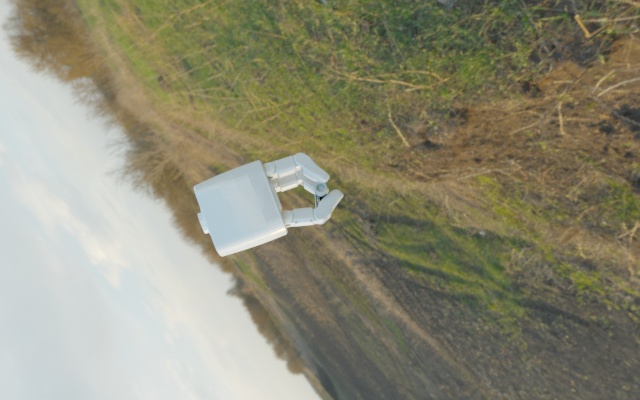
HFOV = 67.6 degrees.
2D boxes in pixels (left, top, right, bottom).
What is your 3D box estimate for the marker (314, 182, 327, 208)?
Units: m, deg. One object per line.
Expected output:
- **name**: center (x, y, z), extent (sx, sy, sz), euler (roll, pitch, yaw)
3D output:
- **marker**: center (0.000, 0.002, 0.759), extent (0.020, 0.020, 0.121), euler (0, -21, 0)
